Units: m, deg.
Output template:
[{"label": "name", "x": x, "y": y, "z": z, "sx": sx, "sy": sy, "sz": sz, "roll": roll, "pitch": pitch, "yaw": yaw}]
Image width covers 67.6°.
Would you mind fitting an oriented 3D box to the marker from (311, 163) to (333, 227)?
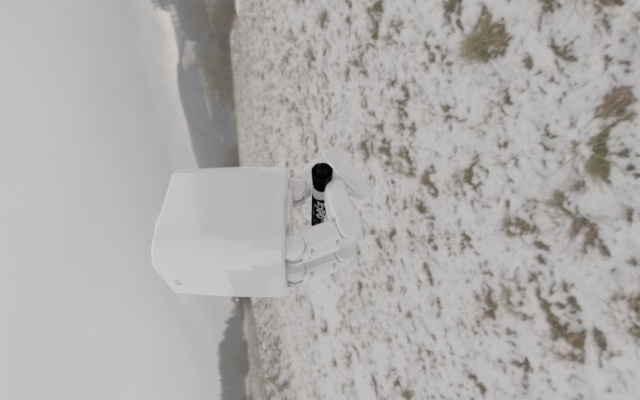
[{"label": "marker", "x": 0.000, "y": 0.002, "z": 0.458, "sx": 0.020, "sy": 0.020, "sz": 0.121, "roll": 0, "pitch": -29, "yaw": -1}]
